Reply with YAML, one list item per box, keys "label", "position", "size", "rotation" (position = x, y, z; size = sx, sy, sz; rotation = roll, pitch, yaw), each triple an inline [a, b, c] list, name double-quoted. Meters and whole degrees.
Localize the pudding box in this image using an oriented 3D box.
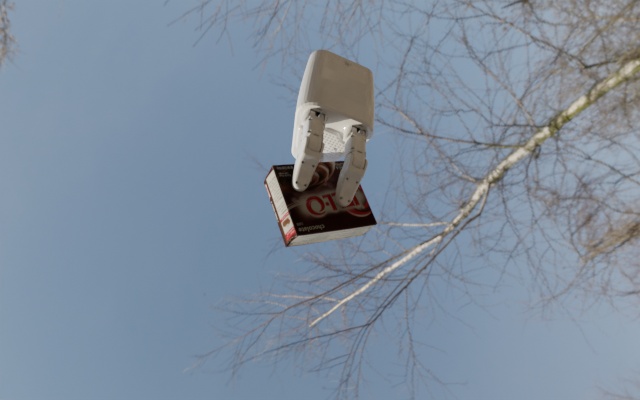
- label: "pudding box"
  position: [0.000, 0.002, 0.559]
  size: [0.113, 0.090, 0.039]
  rotation: [-8, -26, -31]
